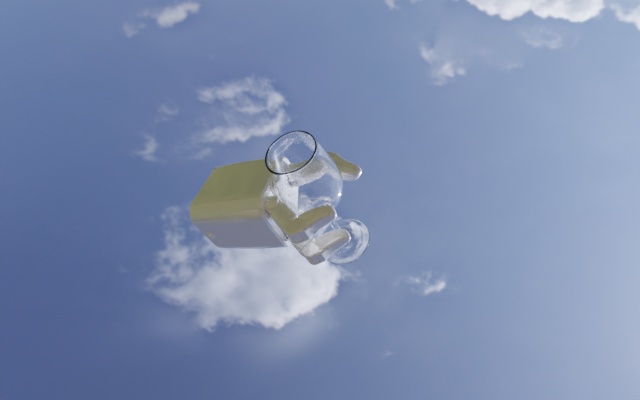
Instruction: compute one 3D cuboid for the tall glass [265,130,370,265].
[{"bbox_3d":[0.000,0.002,0.596,0.079,0.079,0.201,0,-34,23],"label":"tall glass"}]
